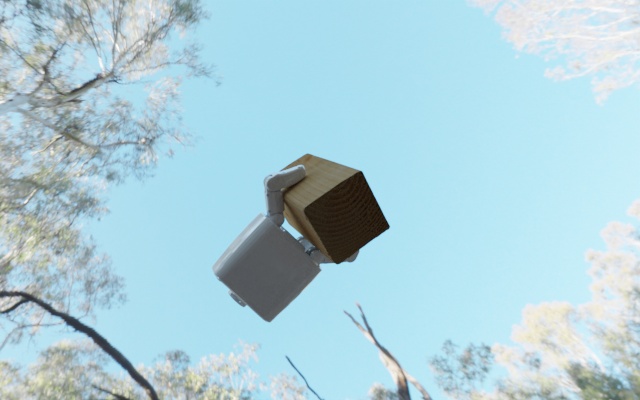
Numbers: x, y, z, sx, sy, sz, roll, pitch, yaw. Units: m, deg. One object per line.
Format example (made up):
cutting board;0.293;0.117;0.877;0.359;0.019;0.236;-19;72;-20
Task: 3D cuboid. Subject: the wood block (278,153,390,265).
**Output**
wood block;0.000;0.002;0.681;0.090;0.091;0.206;-34;21;-11
